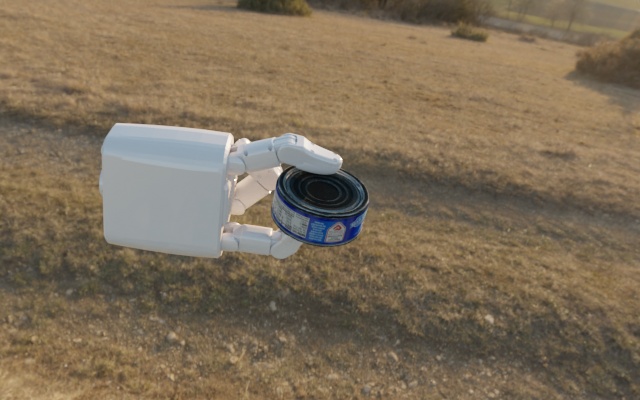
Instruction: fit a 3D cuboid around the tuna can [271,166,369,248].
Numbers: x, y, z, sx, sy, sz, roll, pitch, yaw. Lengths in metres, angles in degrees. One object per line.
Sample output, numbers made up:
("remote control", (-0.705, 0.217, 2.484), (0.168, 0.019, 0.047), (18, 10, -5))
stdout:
("tuna can", (0.000, 0.001, 0.430), (0.086, 0.034, 0.086), (9, 35, -7))
